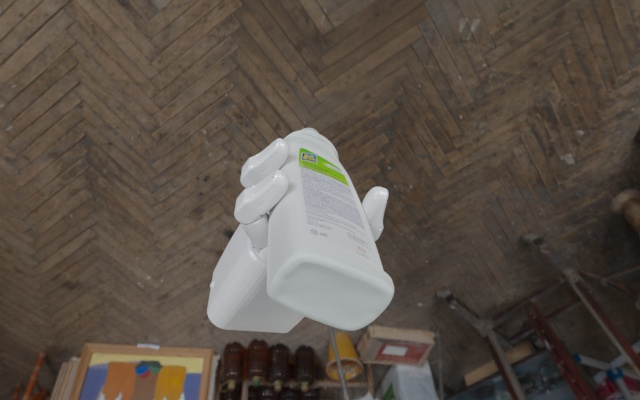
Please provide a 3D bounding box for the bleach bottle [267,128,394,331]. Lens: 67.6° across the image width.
[{"bbox_3d":[0.000,0.002,0.473,0.102,0.068,0.250,26,30,-20],"label":"bleach bottle"}]
